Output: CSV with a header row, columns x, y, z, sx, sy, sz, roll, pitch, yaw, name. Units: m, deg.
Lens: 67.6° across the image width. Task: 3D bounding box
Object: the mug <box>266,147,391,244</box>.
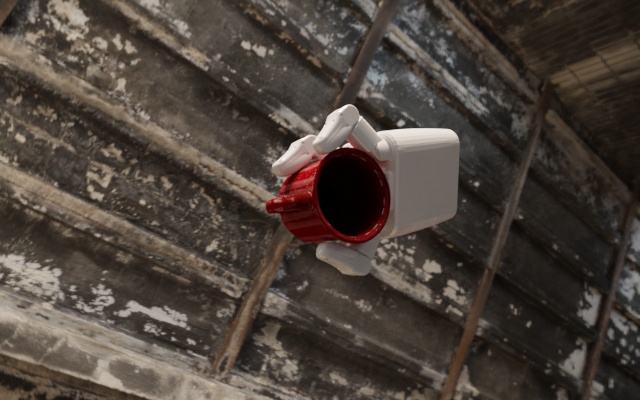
x,y,z,sx,sy,sz,roll,pitch,yaw,name
-0.001,0.002,0.478,0.117,0.093,0.081,-9,-2,-35,mug
